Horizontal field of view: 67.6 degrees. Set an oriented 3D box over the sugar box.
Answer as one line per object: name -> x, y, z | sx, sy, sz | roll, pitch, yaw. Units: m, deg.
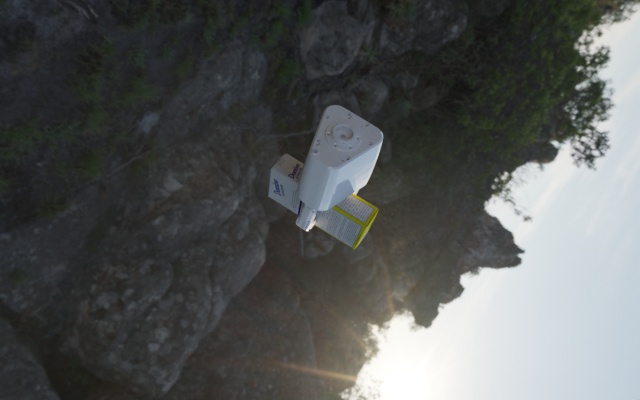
sugar box -> 0.001, 0.002, 0.772 | 0.176, 0.048, 0.093 | 34, -29, 10
